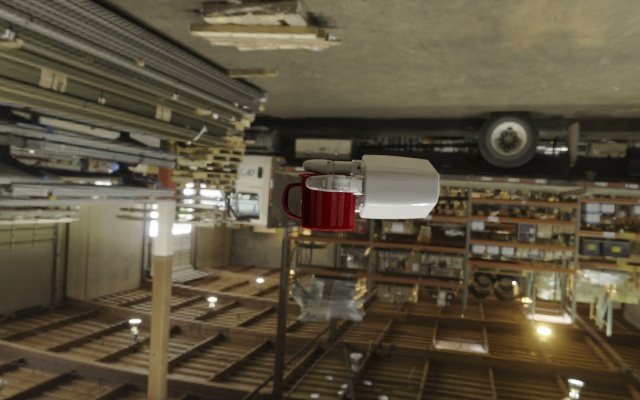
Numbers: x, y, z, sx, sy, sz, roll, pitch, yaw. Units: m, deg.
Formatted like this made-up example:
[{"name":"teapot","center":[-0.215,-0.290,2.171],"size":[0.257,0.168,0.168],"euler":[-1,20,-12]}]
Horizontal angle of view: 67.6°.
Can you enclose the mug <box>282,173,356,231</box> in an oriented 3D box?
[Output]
[{"name":"mug","center":[-0.001,0.003,0.721],"size":[0.117,0.081,0.093],"euler":[2,0,3]}]
